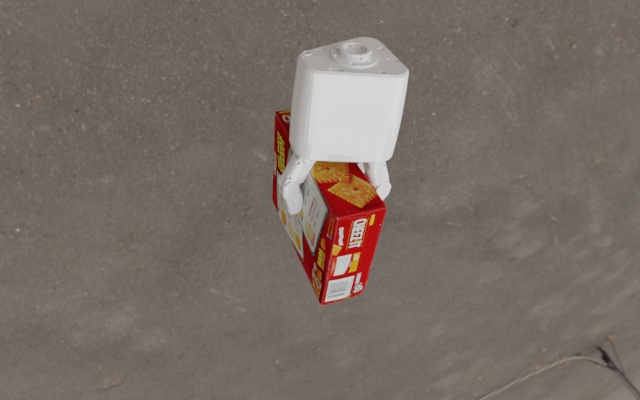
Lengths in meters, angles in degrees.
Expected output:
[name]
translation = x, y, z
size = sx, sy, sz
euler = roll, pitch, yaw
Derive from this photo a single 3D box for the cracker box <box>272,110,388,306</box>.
[cracker box]
translation = 0.000, 0.002, 0.636
size = 0.072, 0.164, 0.213
euler = -11, 46, -19
